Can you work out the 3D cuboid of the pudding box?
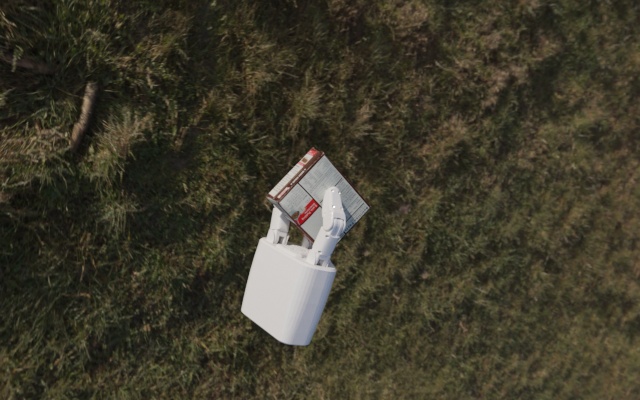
[{"bbox_3d":[0.000,0.002,0.625,0.113,0.090,0.039,48,-9,-31],"label":"pudding box"}]
